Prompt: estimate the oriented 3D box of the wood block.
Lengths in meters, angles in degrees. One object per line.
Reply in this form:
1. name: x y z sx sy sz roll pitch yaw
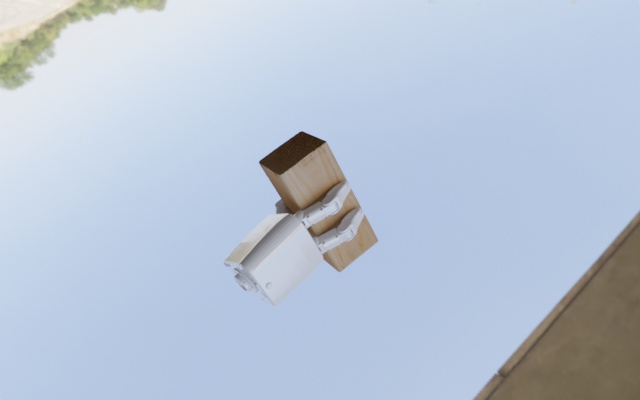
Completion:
1. wood block: 0.000 0.003 0.773 0.090 0.206 0.090 -38 32 -13
